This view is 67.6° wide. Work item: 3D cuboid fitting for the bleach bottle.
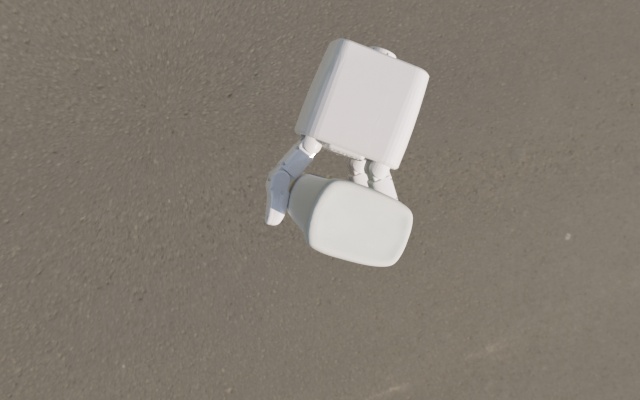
[{"bbox_3d":[0.000,0.002,0.532,0.102,0.068,0.250,19,4,-21],"label":"bleach bottle"}]
